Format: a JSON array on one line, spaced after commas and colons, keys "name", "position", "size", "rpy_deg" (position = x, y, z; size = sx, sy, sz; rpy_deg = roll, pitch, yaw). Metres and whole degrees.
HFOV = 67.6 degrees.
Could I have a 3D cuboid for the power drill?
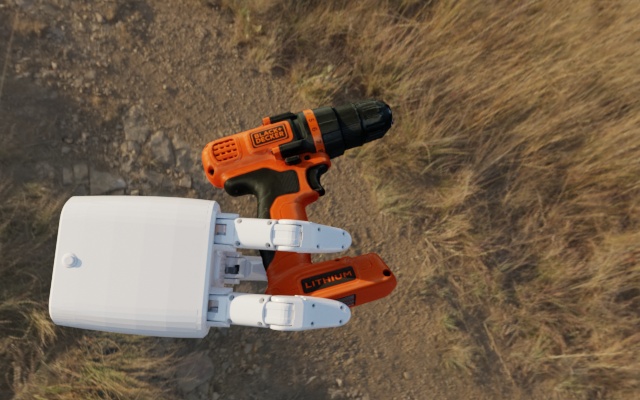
[{"name": "power drill", "position": [0.000, 0.002, 0.423], "size": [0.184, 0.187, 0.057], "rpy_deg": [-18, -27, -3]}]
